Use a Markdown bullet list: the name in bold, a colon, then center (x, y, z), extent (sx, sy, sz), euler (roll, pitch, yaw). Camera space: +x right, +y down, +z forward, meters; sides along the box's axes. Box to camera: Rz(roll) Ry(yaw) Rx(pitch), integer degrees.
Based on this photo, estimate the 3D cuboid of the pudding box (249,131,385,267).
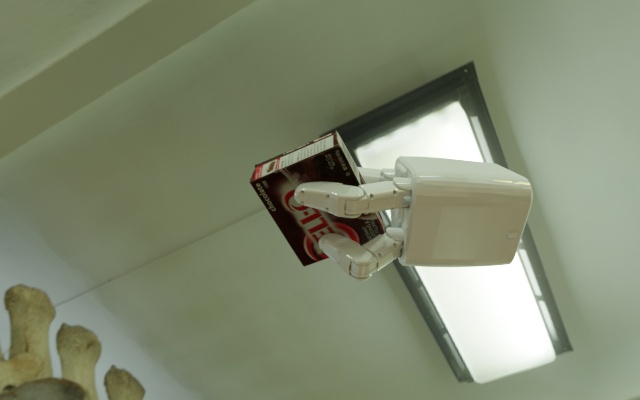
- **pudding box**: center (0.000, 0.001, 0.454), extent (0.090, 0.113, 0.039), euler (-22, 28, 14)
